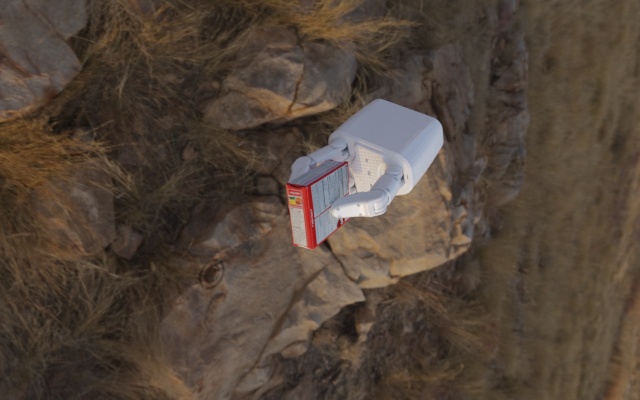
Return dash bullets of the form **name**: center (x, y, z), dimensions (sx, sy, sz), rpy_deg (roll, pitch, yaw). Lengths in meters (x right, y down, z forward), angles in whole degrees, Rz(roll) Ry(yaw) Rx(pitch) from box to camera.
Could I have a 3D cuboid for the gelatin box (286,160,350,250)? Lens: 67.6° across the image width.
- **gelatin box**: center (0.000, 0.002, 0.533), dimensions (0.030, 0.073, 0.089), rpy_deg (9, 27, 30)
